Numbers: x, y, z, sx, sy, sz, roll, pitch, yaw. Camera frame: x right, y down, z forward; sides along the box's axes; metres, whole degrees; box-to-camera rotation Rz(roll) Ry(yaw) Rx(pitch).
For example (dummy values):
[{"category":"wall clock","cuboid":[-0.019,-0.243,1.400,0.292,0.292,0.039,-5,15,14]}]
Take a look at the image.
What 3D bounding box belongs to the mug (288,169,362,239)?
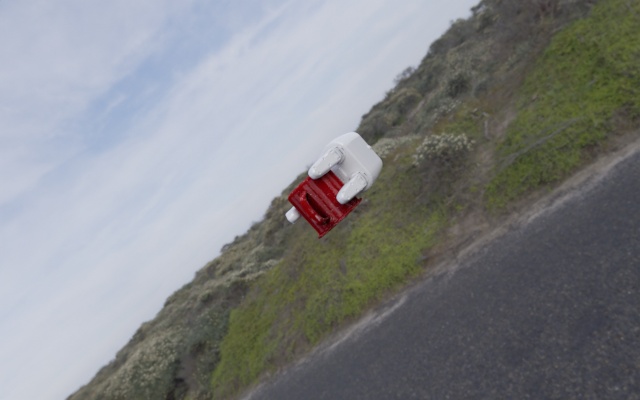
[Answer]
[{"category":"mug","cuboid":[-0.001,0.003,0.730,0.093,0.081,0.117,-43,0,26]}]
